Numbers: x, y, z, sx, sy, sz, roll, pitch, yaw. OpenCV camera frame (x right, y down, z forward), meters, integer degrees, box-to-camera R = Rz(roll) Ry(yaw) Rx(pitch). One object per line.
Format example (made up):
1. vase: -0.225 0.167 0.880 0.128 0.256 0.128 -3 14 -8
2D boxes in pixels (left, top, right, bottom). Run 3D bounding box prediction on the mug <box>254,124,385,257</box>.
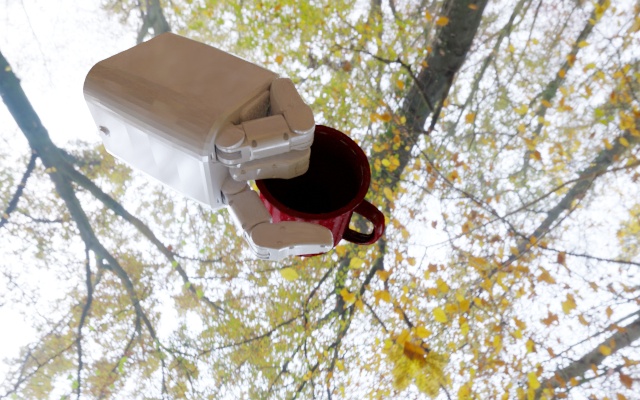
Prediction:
1. mug: 0.001 0.002 0.404 0.117 0.093 0.081 26 -32 9
